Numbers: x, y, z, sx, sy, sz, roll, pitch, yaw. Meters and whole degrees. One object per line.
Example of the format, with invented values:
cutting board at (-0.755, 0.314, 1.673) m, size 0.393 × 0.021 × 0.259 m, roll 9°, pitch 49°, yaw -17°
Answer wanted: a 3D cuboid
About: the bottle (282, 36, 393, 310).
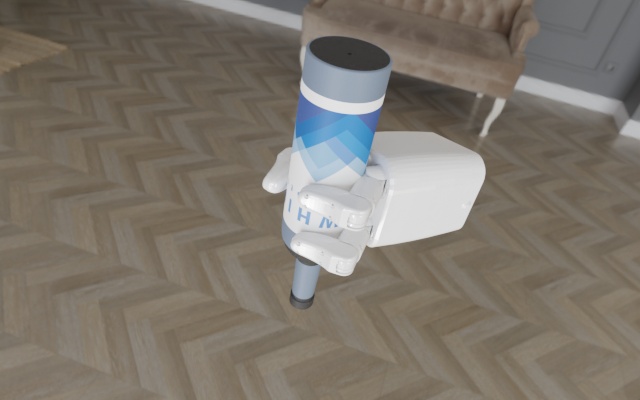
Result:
bottle at (0.000, 0.001, 0.450) m, size 0.069 × 0.296 × 0.069 m, roll 7°, pitch 39°, yaw -5°
